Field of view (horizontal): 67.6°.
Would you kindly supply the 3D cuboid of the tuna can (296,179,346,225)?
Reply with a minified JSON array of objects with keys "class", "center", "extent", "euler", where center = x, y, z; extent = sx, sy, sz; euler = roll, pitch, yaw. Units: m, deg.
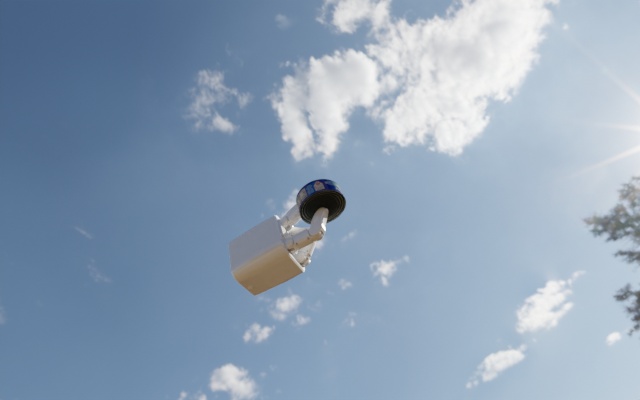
[{"class":"tuna can","center":[0.000,0.002,0.854],"extent":[0.086,0.086,0.033],"euler":[0,43,-22]}]
